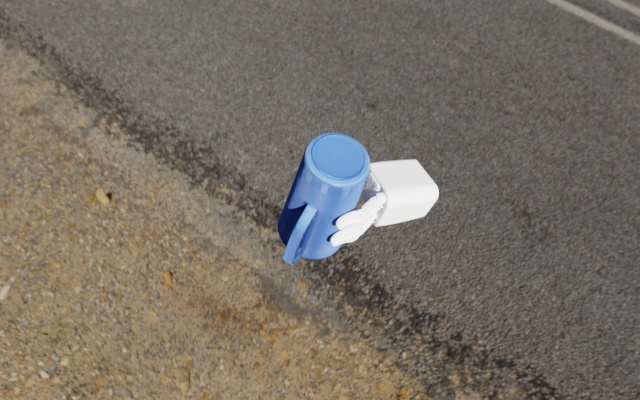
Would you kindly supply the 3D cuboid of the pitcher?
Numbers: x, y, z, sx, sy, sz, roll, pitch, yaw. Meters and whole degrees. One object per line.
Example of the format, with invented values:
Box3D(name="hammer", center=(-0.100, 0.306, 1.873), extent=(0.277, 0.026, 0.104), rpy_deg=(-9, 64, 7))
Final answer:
Box3D(name="pitcher", center=(0.000, 0.003, 0.843), extent=(0.145, 0.149, 0.243), rpy_deg=(-7, -31, -18))
